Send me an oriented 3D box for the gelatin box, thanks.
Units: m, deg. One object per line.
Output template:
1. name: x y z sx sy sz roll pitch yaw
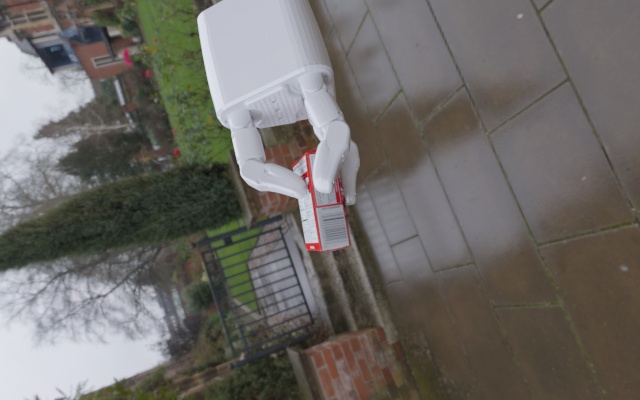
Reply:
1. gelatin box: 0.000 0.002 0.440 0.030 0.089 0.073 -8 -4 -12
